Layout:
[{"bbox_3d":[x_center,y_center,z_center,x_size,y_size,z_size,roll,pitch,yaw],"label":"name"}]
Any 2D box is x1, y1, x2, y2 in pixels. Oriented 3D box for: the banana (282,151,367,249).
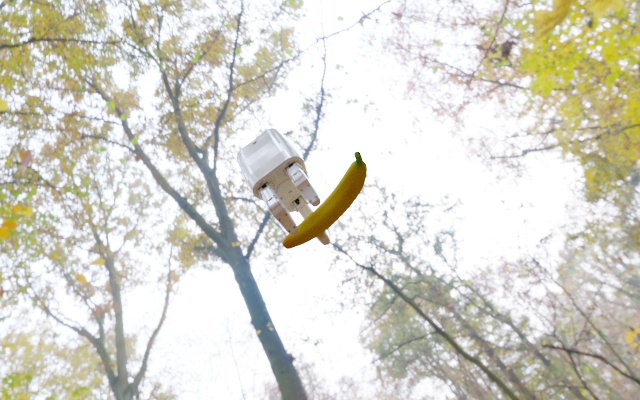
[{"bbox_3d":[0.015,0.004,0.741,0.069,0.198,0.037,16,29,-43],"label":"banana"}]
